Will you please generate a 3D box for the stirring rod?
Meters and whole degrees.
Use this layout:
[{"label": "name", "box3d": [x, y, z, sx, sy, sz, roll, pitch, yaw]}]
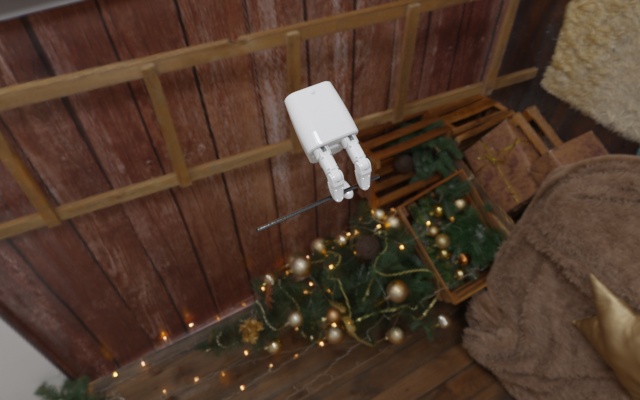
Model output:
[{"label": "stirring rod", "box3d": [0.000, 0.003, 0.824, 0.239, 0.011, 0.011, -24, 8, -18]}]
